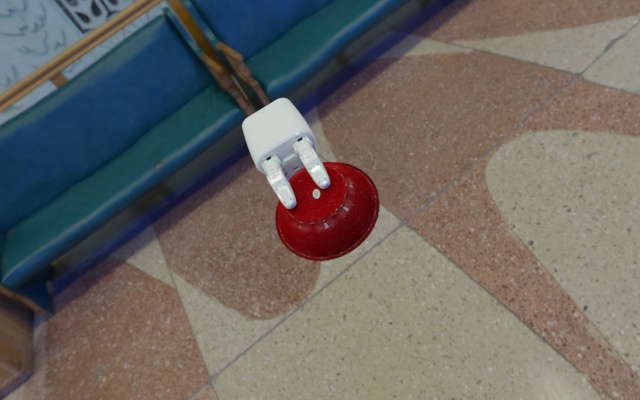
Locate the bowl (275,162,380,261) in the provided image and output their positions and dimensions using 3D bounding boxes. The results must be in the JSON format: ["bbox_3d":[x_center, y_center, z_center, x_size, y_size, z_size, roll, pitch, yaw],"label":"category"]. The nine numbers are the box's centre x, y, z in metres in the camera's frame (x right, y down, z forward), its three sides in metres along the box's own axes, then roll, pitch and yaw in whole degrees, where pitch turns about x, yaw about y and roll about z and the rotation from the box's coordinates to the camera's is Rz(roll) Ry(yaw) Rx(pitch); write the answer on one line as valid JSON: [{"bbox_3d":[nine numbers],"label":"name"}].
[{"bbox_3d":[0.001,0.003,0.683,0.162,0.162,0.055,0,-26,20],"label":"bowl"}]
